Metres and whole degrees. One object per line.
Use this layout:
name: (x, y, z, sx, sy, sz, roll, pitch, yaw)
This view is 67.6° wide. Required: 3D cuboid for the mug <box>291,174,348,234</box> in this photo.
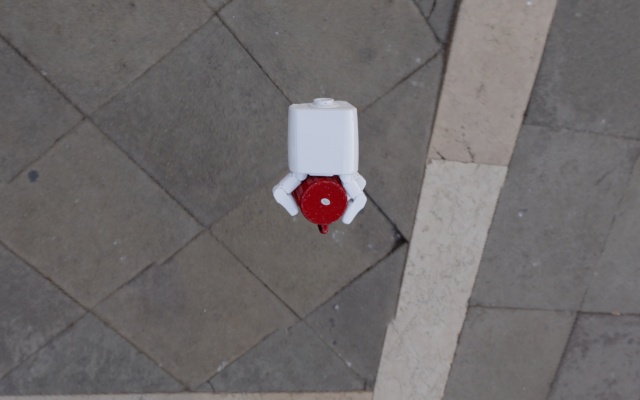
mug: (0.000, 0.004, 0.826, 0.093, 0.117, 0.081, -5, 20, -8)
